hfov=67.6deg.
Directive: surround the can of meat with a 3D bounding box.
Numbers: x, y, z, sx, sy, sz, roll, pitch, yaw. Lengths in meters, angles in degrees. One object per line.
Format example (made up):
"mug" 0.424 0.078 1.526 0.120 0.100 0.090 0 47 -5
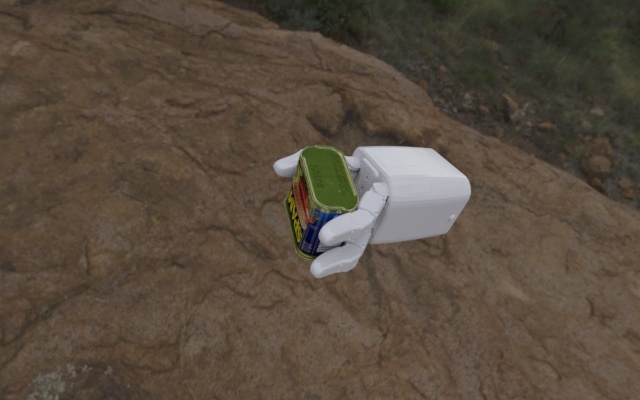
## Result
"can of meat" 0.000 0.001 0.529 0.057 0.102 0.084 0 -42 -18
